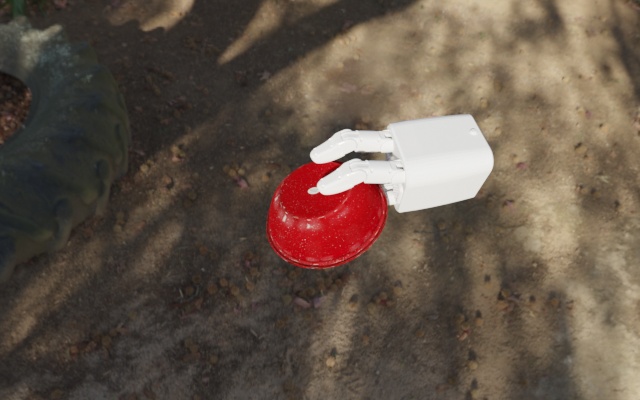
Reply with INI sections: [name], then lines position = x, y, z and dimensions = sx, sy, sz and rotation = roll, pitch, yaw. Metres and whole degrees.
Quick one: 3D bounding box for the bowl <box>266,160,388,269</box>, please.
[bowl]
position = -0.001, 0.002, 0.596
dimensions = 0.162, 0.162, 0.055
rotation = 0, -37, 19
